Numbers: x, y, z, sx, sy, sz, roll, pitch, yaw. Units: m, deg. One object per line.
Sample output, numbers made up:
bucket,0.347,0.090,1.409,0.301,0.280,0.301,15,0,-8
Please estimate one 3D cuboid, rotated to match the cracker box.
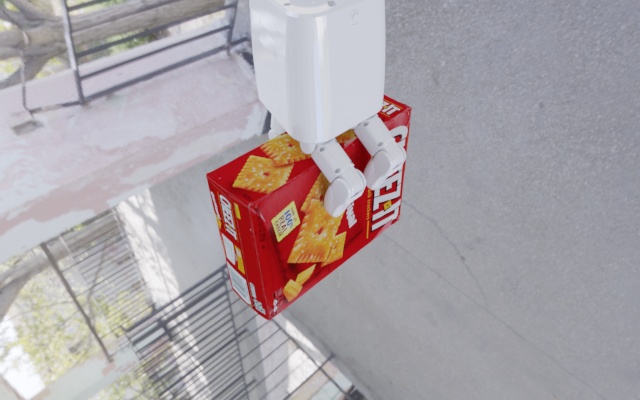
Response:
cracker box,0.000,0.002,0.497,0.213,0.164,0.072,-33,50,-30
